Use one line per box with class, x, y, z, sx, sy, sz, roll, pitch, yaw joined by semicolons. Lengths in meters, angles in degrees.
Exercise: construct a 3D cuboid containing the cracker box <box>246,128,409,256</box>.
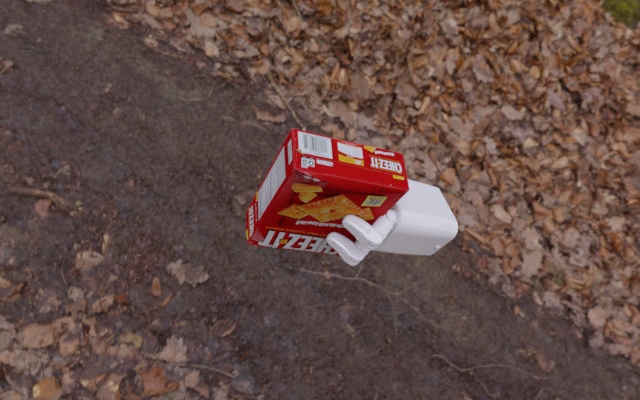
cracker box;0.000;0.002;0.686;0.164;0.072;0.214;10;-35;-21
